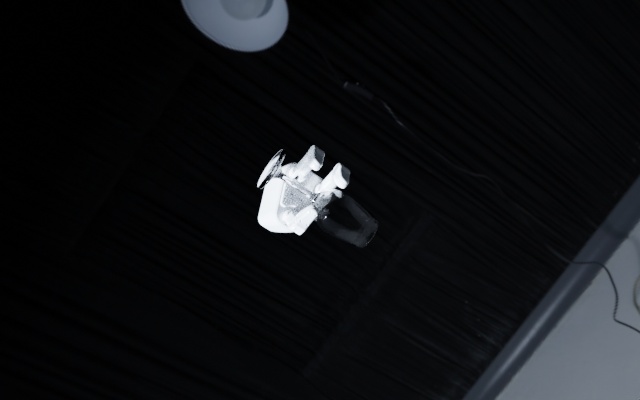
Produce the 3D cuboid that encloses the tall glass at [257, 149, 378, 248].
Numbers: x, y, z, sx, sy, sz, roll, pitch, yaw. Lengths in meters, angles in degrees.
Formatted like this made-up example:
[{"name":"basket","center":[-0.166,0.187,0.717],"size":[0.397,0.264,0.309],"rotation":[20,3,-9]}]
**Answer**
[{"name":"tall glass","center":[0.000,0.002,0.781],"size":[0.201,0.079,0.079],"rotation":[34,-12,-19]}]
